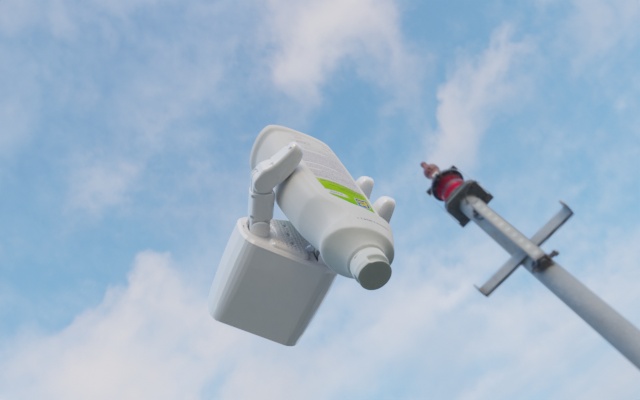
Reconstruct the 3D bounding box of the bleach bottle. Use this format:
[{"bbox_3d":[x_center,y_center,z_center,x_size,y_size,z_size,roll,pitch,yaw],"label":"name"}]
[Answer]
[{"bbox_3d":[0.000,0.002,0.476,0.102,0.068,0.250,16,20,-25],"label":"bleach bottle"}]
